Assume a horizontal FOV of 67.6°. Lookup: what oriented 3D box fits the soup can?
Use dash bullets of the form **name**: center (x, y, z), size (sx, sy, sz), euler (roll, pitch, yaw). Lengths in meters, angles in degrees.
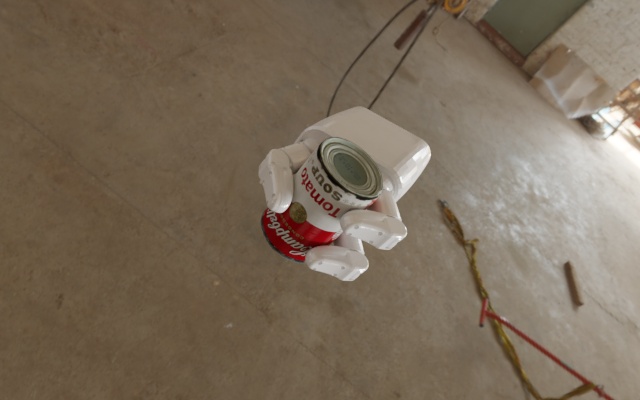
- **soup can**: center (0.000, 0.001, 0.426), size (0.068, 0.068, 0.102), euler (0, -36, -42)
